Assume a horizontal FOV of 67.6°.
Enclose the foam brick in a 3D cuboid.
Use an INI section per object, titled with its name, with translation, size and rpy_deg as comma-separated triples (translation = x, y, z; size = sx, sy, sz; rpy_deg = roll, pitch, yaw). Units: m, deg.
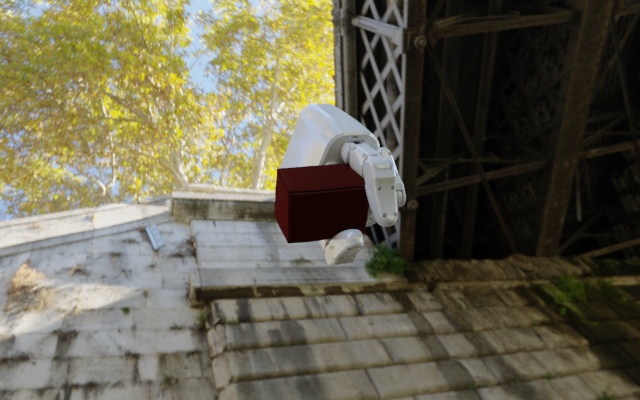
[foam brick]
translation = 0.000, 0.001, 0.442
size = 0.078, 0.053, 0.051
rpy_deg = -5, 30, -20
